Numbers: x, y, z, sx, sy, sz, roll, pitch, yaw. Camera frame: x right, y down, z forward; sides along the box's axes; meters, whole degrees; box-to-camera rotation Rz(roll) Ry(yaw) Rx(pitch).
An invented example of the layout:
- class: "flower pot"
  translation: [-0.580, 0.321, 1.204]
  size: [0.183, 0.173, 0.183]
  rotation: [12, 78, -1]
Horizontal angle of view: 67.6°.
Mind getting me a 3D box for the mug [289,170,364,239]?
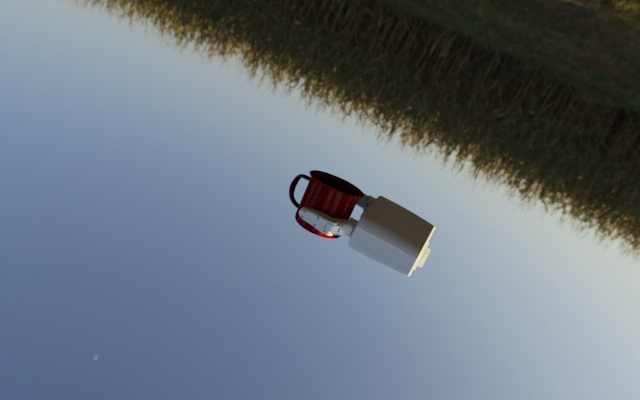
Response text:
- class: "mug"
  translation: [-0.001, 0.002, 0.761]
  size: [0.117, 0.081, 0.093]
  rotation: [28, 16, 15]
